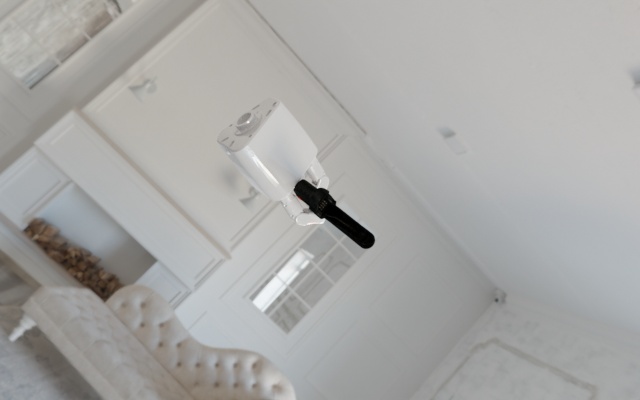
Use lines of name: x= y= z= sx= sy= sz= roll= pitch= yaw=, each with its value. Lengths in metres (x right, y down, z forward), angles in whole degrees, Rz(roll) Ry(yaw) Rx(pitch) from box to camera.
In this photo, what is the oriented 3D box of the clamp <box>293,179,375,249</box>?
clamp: x=0.001 y=0.002 z=0.691 sx=0.171 sy=0.039 sz=0.120 roll=32 pitch=-16 yaw=52
